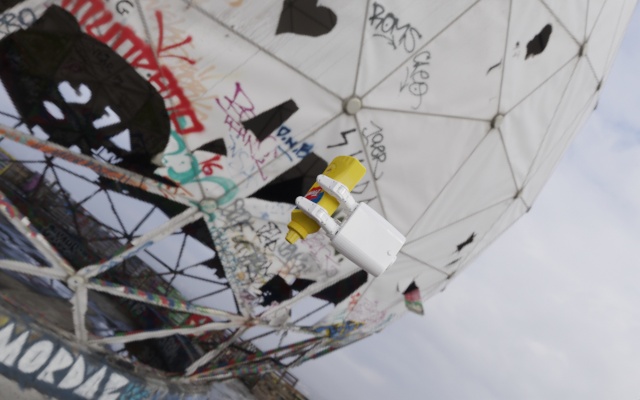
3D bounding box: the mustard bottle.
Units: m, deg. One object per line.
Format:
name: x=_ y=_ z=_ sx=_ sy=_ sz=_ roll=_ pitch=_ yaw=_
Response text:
mustard bottle: x=0.000 y=0.002 z=0.886 sx=0.058 sy=0.191 sz=0.096 roll=45 pitch=-18 yaw=-21
